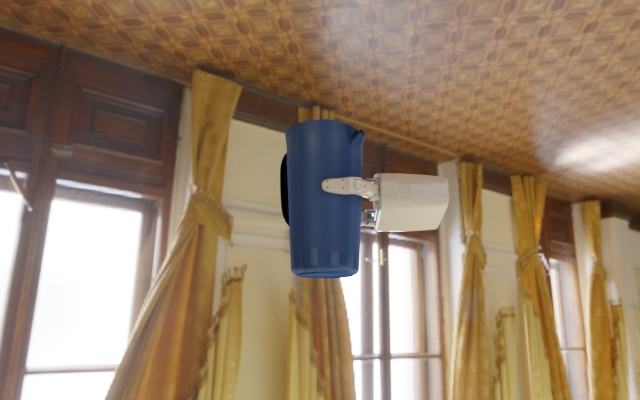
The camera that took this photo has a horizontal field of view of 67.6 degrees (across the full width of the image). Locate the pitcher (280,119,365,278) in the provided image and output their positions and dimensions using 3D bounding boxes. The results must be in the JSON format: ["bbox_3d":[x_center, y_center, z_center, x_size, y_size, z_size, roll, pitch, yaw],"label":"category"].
[{"bbox_3d":[0.000,0.003,0.784,0.145,0.242,0.149,0,-14,-1],"label":"pitcher"}]
